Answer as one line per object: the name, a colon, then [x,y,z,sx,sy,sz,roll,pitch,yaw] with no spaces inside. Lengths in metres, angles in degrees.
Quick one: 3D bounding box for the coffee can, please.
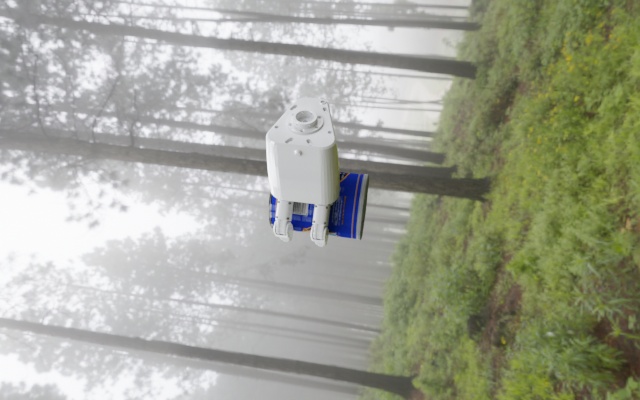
coffee can: [0.000,0.003,0.746,0.140,0.103,0.103,7,1,8]
